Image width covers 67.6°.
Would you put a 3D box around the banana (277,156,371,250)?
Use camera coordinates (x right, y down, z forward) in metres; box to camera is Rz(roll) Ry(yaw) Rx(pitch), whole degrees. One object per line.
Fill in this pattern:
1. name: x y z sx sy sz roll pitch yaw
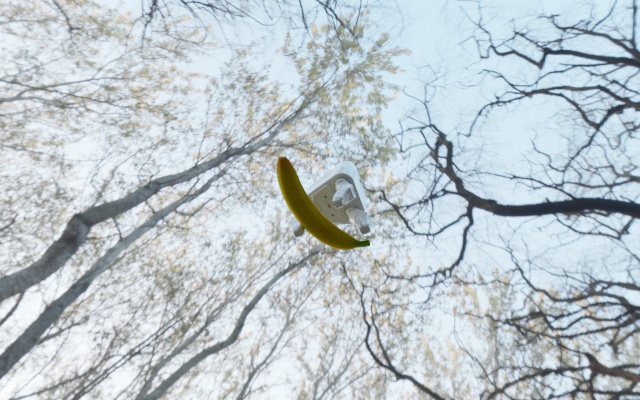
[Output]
1. banana: -0.010 0.017 0.762 0.070 0.198 0.037 -43 7 24
